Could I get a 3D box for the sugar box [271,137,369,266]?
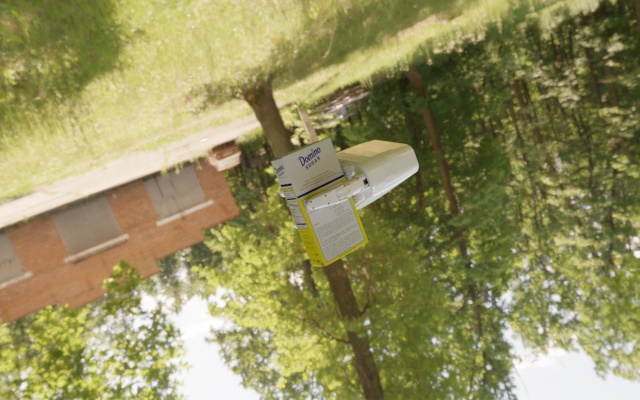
[{"bbox_3d":[0.000,0.002,0.728,0.093,0.176,0.048,-26,8,-31],"label":"sugar box"}]
